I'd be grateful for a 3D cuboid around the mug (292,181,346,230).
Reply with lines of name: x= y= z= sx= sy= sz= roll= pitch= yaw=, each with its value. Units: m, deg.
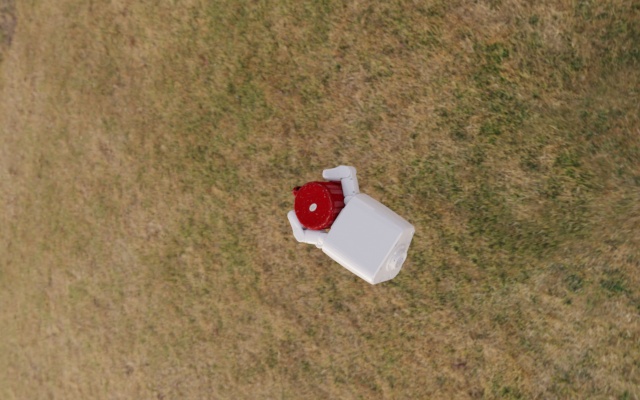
mug: x=-0.001 y=0.002 z=0.826 sx=0.117 sy=0.093 sz=0.081 roll=32 pitch=18 yaw=30
